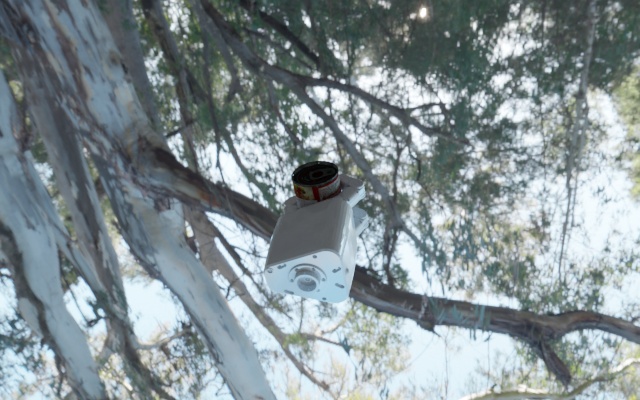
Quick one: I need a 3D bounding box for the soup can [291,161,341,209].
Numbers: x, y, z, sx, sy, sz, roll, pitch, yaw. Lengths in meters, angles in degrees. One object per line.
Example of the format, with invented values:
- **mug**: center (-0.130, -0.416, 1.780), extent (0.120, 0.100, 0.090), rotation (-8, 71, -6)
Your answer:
- **soup can**: center (0.000, 0.002, 0.701), extent (0.068, 0.102, 0.068), rotation (-8, 33, 5)
